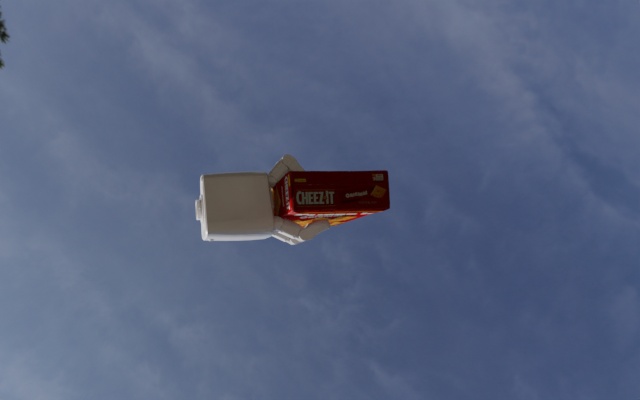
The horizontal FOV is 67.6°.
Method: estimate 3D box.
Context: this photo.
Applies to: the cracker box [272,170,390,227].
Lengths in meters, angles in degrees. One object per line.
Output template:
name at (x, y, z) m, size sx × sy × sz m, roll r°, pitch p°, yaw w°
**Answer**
cracker box at (0.000, 0.003, 0.825) m, size 0.164 × 0.072 × 0.214 m, roll -2°, pitch -8°, yaw -18°
